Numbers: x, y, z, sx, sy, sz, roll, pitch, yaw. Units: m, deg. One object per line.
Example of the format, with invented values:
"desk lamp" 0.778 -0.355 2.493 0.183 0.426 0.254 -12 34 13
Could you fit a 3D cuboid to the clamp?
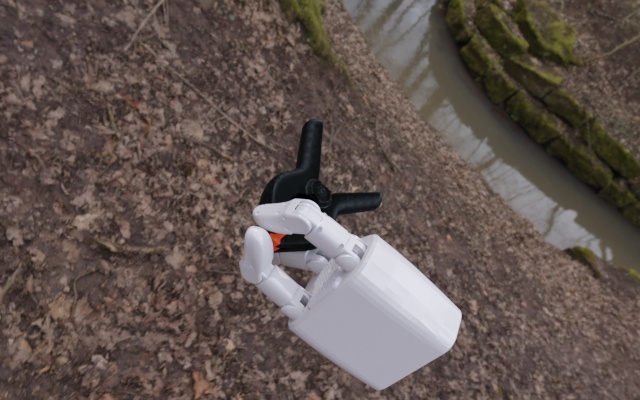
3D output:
"clamp" 0.000 0.001 0.476 0.120 0.171 0.039 39 -42 -9
